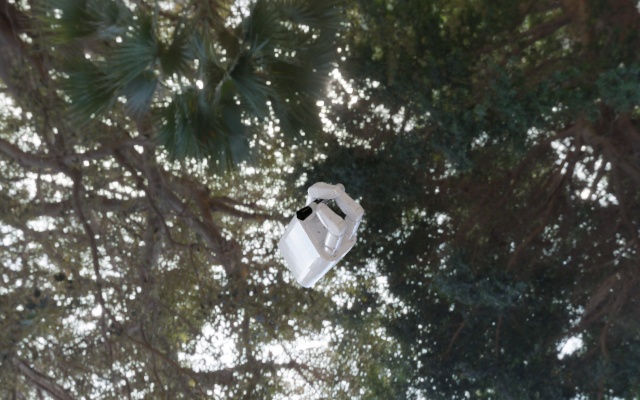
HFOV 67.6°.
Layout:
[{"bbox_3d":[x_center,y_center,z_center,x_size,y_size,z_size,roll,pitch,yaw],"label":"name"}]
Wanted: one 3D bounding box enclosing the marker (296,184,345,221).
[{"bbox_3d":[0.000,0.003,0.804,0.020,0.020,0.121,0,24,40],"label":"marker"}]
